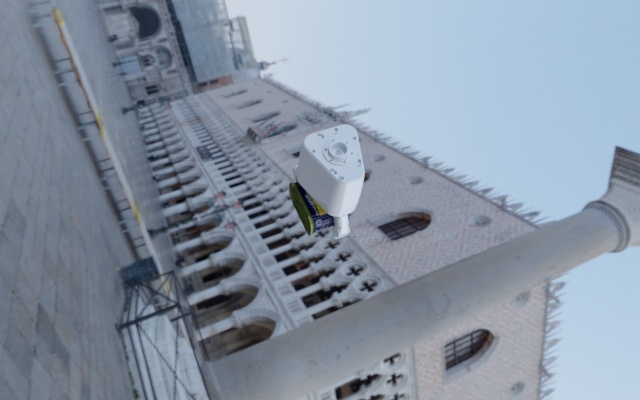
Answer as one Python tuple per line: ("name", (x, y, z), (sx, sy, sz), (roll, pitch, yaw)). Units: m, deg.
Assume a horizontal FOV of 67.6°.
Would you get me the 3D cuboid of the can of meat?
("can of meat", (0.000, 0.003, 0.869), (0.084, 0.102, 0.057), (-19, -28, -15))
